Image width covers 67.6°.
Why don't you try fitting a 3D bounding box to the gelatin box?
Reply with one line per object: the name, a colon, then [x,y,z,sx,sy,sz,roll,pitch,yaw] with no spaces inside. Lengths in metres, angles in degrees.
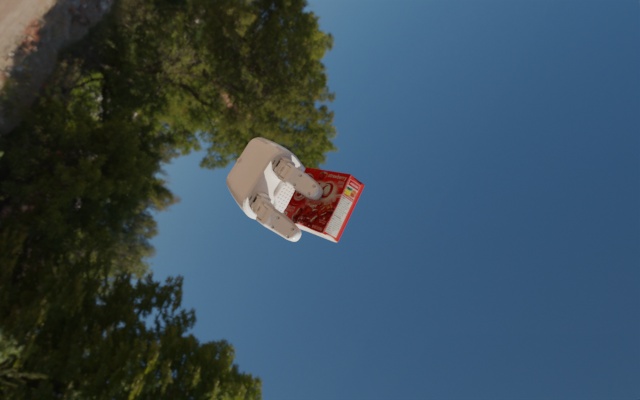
gelatin box: [0.001,0.002,0.557,0.030,0.073,0.089,33,-10,-36]
